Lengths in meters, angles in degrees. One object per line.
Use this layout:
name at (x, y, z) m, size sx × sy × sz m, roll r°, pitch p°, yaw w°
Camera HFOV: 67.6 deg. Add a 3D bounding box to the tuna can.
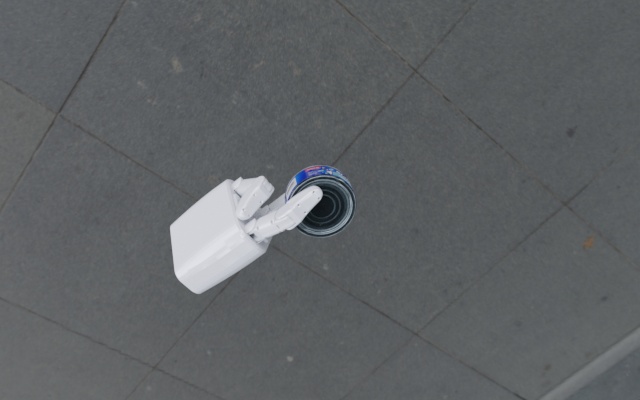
tuna can at (0.000, 0.002, 0.584) m, size 0.086 × 0.086 × 0.033 m, roll 0°, pitch 24°, yaw -9°
